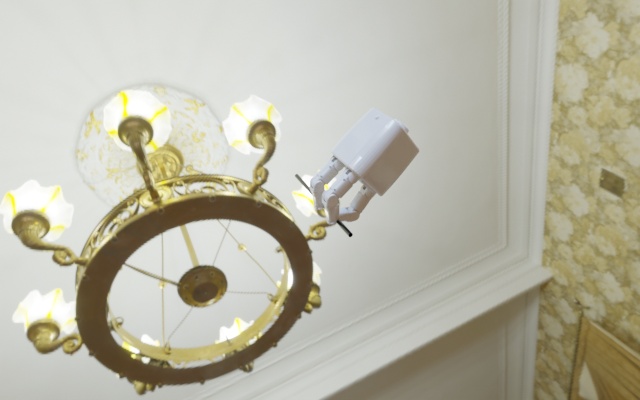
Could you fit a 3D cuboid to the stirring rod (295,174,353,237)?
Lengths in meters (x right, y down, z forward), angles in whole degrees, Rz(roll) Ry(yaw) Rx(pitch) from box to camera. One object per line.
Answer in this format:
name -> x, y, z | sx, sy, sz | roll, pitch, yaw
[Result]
stirring rod -> 0.000, 0.003, 0.858 | 0.011, 0.011, 0.239 | 0, 26, -26
